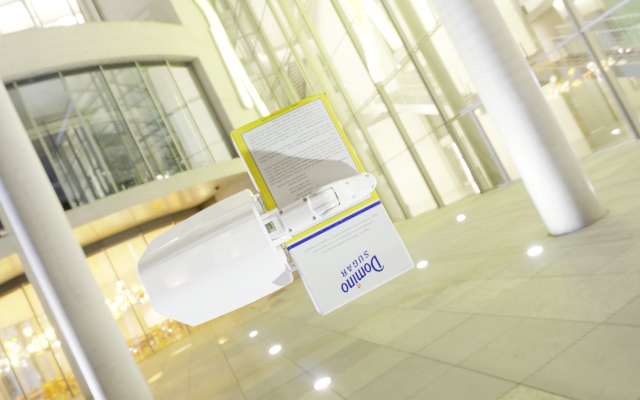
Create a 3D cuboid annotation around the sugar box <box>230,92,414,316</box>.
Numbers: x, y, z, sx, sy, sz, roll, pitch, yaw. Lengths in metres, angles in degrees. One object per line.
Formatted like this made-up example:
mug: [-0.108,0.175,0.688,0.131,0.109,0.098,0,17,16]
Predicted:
sugar box: [0.000,0.001,0.427,0.093,0.176,0.048,-26,-3,-8]
